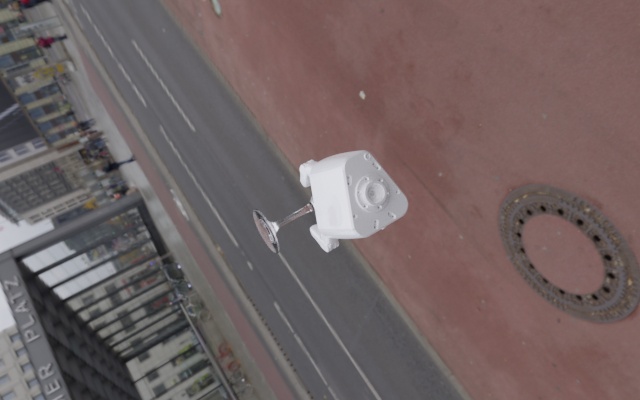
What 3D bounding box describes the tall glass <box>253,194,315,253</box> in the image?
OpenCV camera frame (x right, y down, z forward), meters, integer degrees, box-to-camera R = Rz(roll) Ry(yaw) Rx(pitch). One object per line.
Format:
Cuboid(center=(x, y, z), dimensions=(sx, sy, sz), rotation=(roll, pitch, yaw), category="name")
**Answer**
Cuboid(center=(-0.001, 0.003, 0.745), dimensions=(0.201, 0.079, 0.079), rotation=(-28, 11, -21), category="tall glass")
